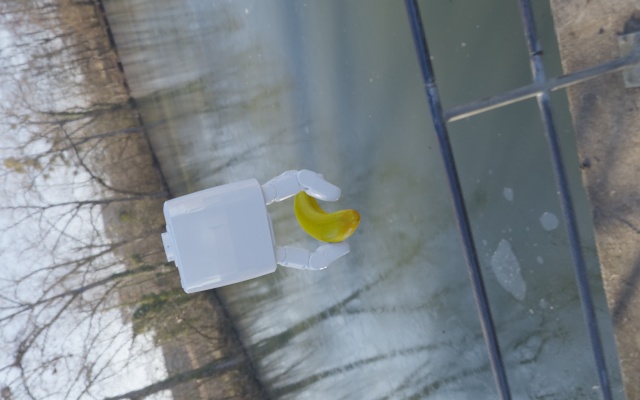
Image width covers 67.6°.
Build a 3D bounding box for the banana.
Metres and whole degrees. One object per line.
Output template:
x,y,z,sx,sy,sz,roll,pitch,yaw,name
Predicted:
0.000,0.019,0.628,0.037,0.070,0.197,-10,21,-20,banana
